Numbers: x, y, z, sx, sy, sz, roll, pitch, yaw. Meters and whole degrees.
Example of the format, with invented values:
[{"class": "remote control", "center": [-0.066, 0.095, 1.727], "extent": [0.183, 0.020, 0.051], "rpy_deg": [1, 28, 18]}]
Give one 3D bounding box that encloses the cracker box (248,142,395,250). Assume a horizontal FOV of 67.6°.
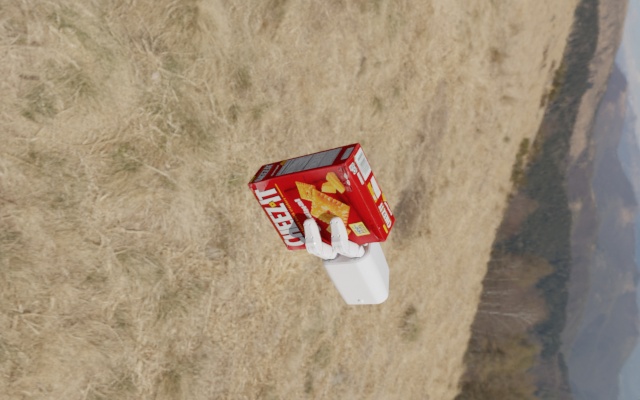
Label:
[{"class": "cracker box", "center": [0.000, 0.003, 0.841], "extent": [0.214, 0.164, 0.072], "rpy_deg": [-10, 31, 34]}]
